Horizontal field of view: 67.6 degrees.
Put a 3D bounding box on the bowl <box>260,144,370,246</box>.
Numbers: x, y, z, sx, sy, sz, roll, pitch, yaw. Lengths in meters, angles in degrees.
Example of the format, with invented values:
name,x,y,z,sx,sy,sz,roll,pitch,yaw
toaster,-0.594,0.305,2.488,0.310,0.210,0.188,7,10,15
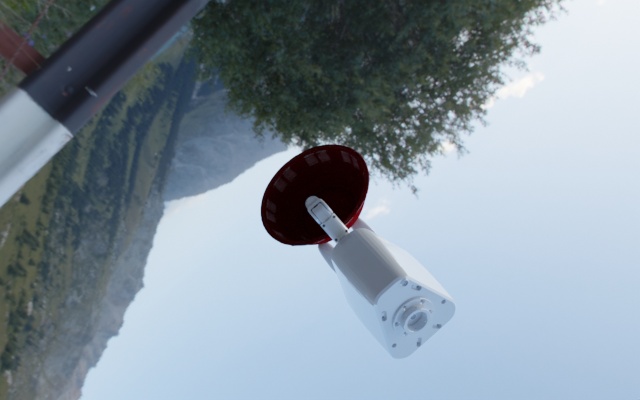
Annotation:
name,x,y,z,sx,sy,sz,roll,pitch,yaw
bowl,0.000,0.001,0.655,0.162,0.162,0.055,0,-32,30
